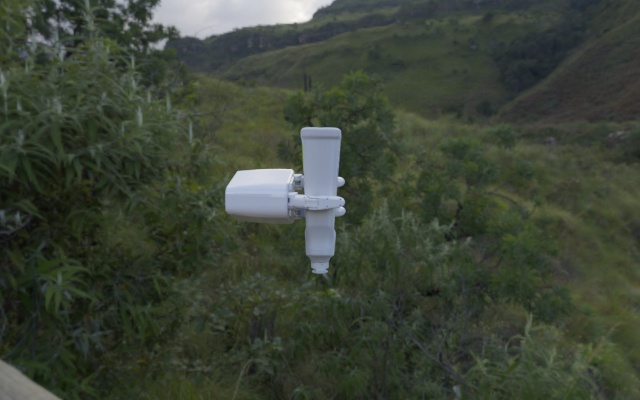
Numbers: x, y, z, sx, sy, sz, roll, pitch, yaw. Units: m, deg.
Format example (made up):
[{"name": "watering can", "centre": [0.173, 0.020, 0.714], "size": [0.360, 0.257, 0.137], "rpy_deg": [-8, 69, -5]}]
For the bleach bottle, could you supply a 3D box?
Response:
[{"name": "bleach bottle", "centre": [0.000, 0.003, 0.827], "size": [0.068, 0.251, 0.102], "rpy_deg": [1, 6, 3]}]
